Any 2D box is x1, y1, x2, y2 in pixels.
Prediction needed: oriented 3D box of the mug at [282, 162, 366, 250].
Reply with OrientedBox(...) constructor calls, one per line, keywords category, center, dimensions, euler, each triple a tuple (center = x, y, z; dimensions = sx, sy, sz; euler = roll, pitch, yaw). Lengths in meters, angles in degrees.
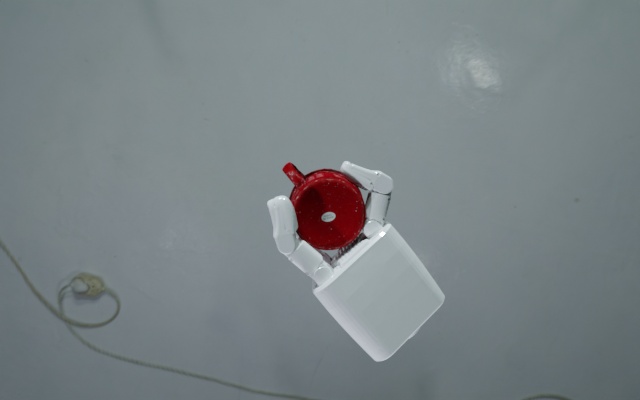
OrientedBox(category="mug", center=(-0.001, 0.001, 0.547), dimensions=(0.093, 0.117, 0.081), euler=(-40, 5, 2))
